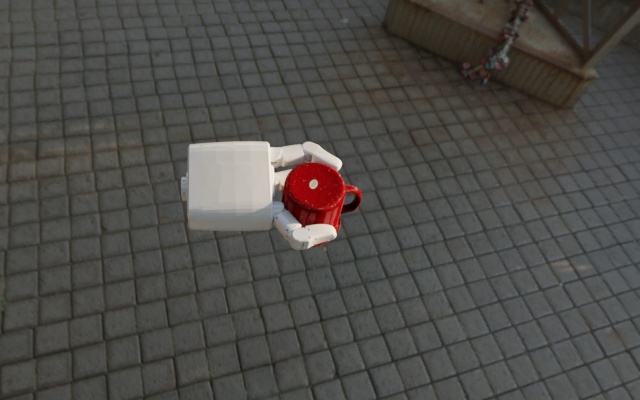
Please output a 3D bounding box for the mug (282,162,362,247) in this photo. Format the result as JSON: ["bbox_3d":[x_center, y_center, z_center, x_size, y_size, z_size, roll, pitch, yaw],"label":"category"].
[{"bbox_3d":[0.002,0.002,0.650,0.117,0.093,0.082,-3,-34,-12],"label":"mug"}]
